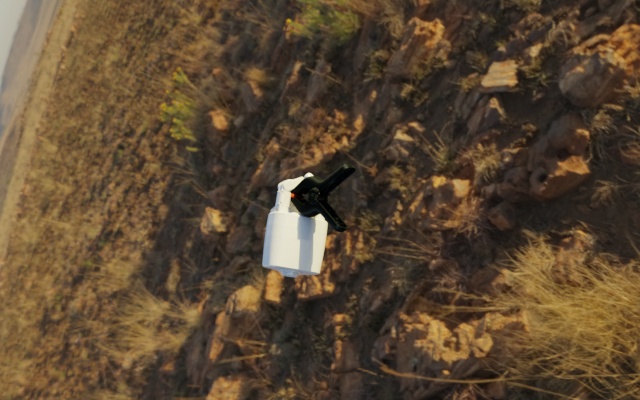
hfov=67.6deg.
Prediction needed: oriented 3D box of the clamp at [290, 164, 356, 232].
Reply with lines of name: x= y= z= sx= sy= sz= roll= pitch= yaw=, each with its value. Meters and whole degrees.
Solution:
clamp: x=0.000 y=0.003 z=0.887 sx=0.039 sy=0.120 sz=0.171 roll=17 pitch=-17 yaw=-35
